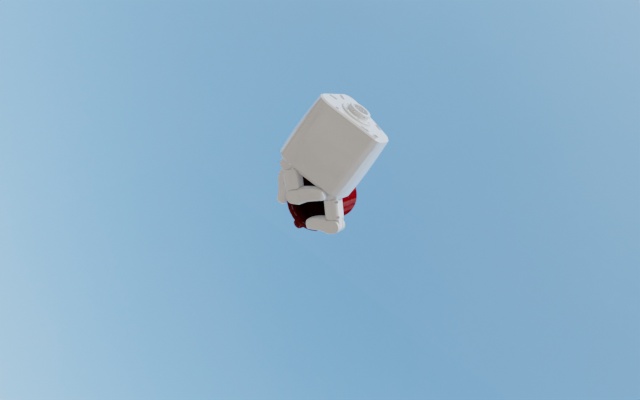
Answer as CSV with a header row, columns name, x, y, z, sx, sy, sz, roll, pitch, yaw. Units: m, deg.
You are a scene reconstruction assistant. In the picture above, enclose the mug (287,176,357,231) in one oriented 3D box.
name,x,y,z,sx,sy,sz,roll,pitch,yaw
mug,0.000,0.004,0.773,0.093,0.117,0.081,45,30,14
